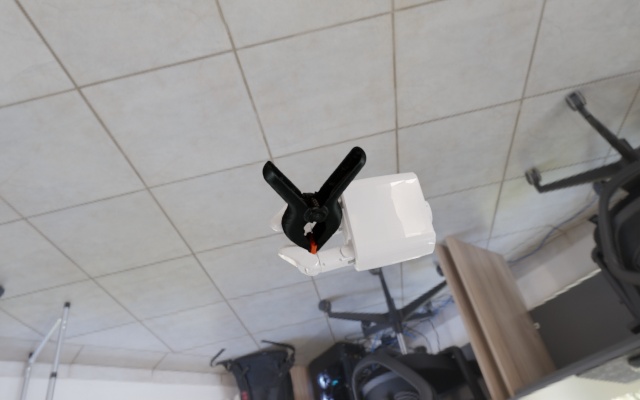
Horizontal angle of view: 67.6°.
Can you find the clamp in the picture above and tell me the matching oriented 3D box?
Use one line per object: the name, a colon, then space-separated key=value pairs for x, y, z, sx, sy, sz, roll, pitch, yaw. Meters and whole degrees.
clamp: x=0.000 y=0.003 z=0.587 sx=0.120 sy=0.039 sz=0.172 roll=-12 pitch=-38 yaw=-3
